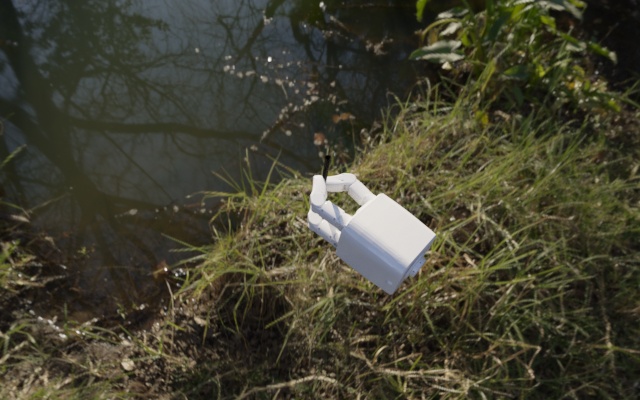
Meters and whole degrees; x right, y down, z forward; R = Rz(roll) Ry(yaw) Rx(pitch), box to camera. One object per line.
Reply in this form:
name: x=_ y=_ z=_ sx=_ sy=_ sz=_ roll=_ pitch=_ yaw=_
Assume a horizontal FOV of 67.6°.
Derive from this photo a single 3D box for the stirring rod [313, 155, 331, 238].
stirring rod: x=0.000 y=0.003 z=0.782 sx=0.011 sy=0.011 sz=0.240 roll=0 pitch=-32 yaw=-6
